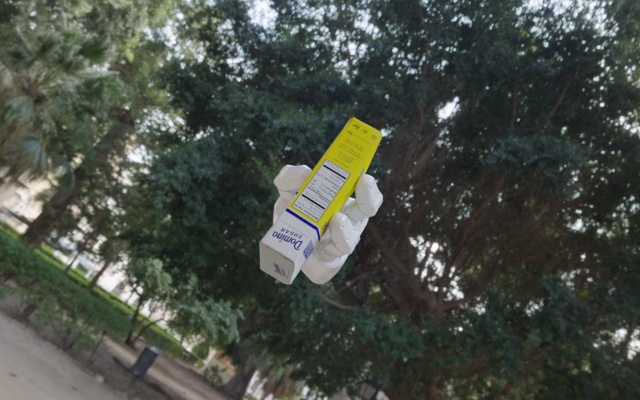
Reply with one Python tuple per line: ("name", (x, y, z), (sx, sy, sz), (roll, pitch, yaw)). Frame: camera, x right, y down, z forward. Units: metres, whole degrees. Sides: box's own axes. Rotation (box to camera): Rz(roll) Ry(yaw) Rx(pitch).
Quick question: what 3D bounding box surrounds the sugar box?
("sugar box", (0.001, 0.002, 0.518), (0.048, 0.176, 0.093), (29, -23, 7))
